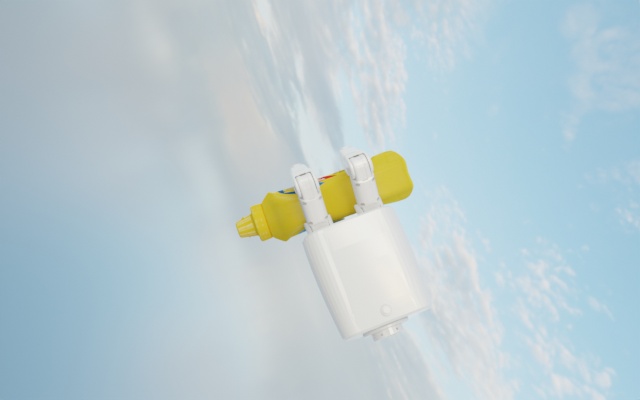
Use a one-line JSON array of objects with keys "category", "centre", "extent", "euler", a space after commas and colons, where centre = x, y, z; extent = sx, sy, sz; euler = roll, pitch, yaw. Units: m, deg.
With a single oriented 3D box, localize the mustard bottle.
[{"category": "mustard bottle", "centre": [0.000, 0.001, 0.530], "extent": [0.191, 0.058, 0.096], "euler": [-20, 5, -5]}]
